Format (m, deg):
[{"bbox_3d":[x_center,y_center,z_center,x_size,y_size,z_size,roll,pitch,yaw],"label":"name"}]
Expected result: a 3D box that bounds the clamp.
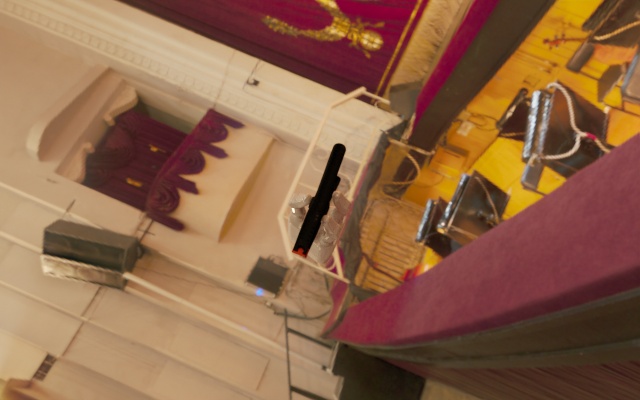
[{"bbox_3d":[-0.001,0.003,0.889,0.036,0.210,0.165,21,-25,7],"label":"clamp"}]
